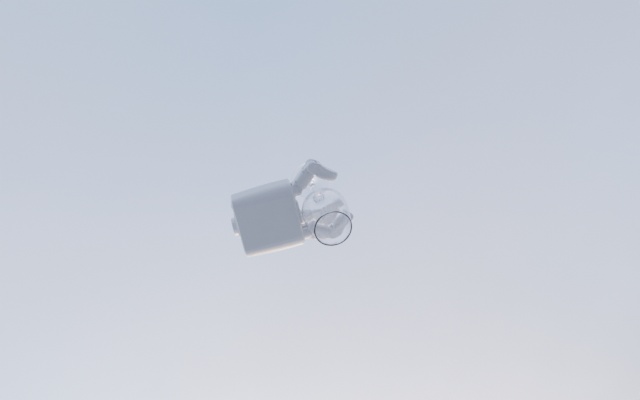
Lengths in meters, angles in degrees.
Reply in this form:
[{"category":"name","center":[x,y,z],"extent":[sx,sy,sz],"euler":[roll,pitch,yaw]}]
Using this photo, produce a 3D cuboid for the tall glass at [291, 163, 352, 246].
[{"category":"tall glass","center":[0.000,0.002,0.832],"extent":[0.079,0.079,0.201],"euler":[0,25,-13]}]
